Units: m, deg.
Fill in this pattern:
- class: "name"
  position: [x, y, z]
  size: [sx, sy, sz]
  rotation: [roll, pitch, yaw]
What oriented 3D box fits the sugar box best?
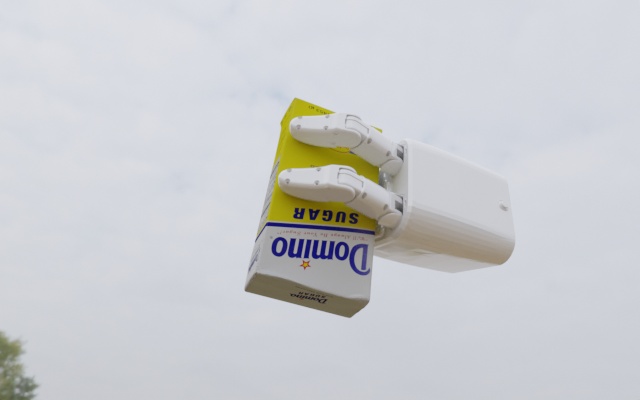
- class: "sugar box"
  position: [0.000, 0.001, 0.407]
  size: [0.093, 0.176, 0.048]
  rotation: [17, -36, -14]
